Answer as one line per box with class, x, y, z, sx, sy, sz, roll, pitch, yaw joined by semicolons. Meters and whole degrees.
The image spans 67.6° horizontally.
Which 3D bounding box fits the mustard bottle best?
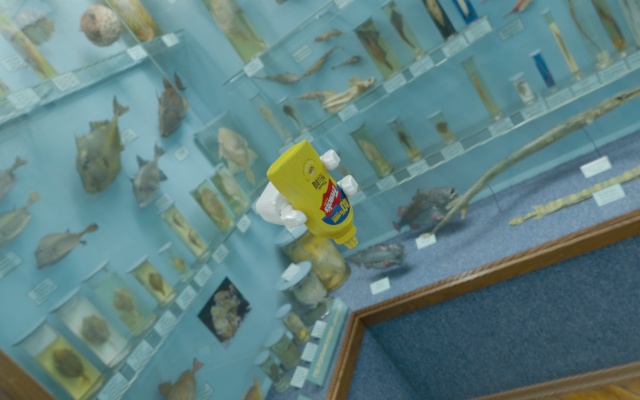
mustard bottle;0.000;0.002;0.777;0.058;0.192;0.096;-22;21;41
